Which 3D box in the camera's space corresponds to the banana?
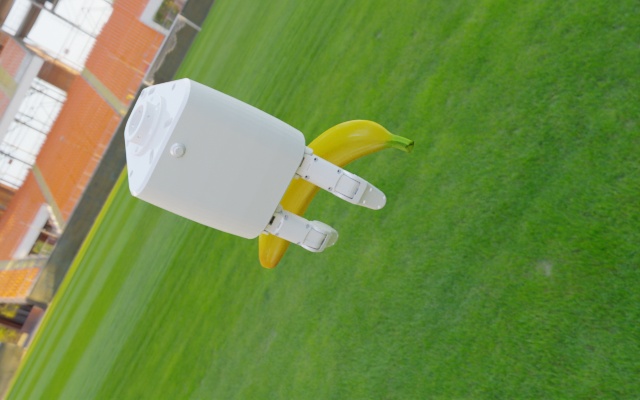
[{"bbox_3d":[-0.006,-0.015,0.464,0.198,0.069,0.037,-42,-31,23],"label":"banana"}]
